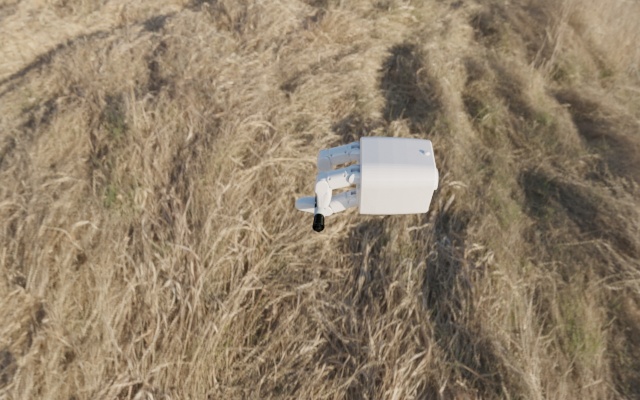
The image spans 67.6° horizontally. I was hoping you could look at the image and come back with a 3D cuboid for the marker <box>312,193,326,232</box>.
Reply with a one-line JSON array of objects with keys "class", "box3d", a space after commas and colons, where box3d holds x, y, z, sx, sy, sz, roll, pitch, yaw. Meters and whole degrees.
[{"class": "marker", "box3d": [0.000, 0.002, 0.743, 0.020, 0.020, 0.121, 0, 44, 4]}]
